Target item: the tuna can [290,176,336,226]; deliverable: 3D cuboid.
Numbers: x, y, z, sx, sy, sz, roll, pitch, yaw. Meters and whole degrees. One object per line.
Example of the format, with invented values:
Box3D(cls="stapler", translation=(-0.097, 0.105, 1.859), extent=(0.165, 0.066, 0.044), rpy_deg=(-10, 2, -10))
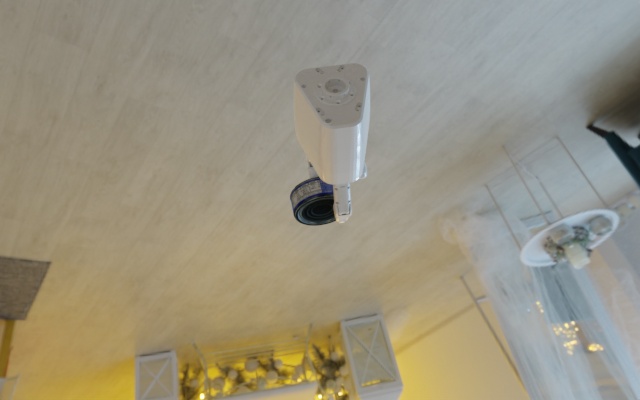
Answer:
Box3D(cls="tuna can", translation=(0.000, 0.003, 0.697), extent=(0.086, 0.033, 0.086), rpy_deg=(-10, -31, -6))
